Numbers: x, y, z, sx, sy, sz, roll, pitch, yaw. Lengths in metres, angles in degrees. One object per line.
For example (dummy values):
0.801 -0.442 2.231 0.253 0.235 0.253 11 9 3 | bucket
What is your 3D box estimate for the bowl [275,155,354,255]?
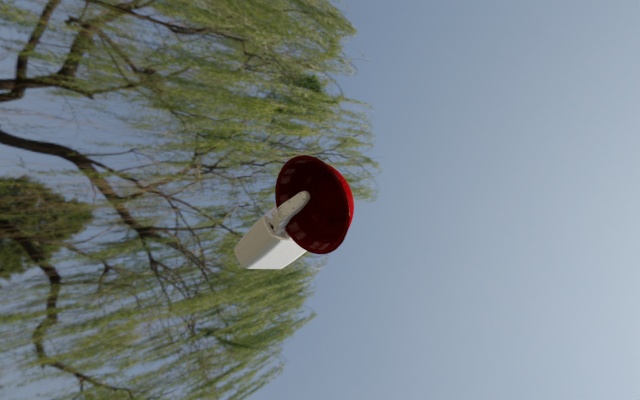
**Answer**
0.001 0.002 0.771 0.162 0.162 0.055 0 13 44 | bowl
